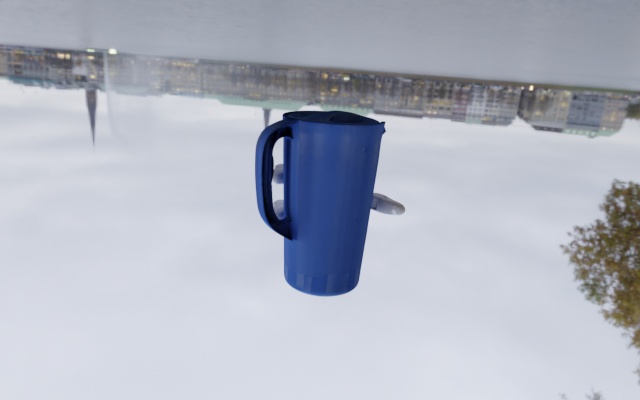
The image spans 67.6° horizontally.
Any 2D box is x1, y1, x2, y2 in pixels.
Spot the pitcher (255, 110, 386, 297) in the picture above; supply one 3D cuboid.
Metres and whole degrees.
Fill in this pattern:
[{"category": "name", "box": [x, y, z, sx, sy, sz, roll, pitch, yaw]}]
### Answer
[{"category": "pitcher", "box": [0.000, 0.002, 0.644, 0.149, 0.243, 0.145, 7, 16, 10]}]
